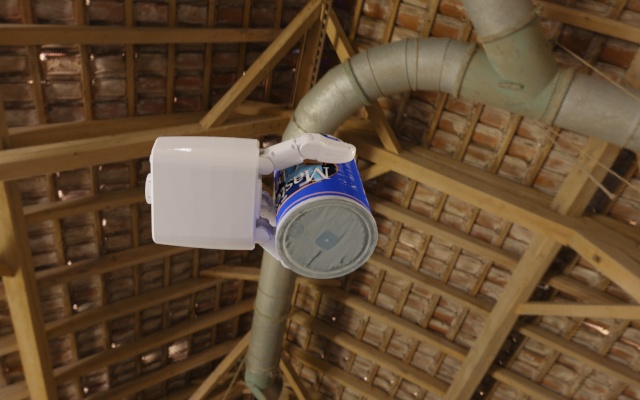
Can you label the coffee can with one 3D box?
[{"bbox_3d":[0.000,0.002,0.532,0.103,0.103,0.140,0,34,-7],"label":"coffee can"}]
